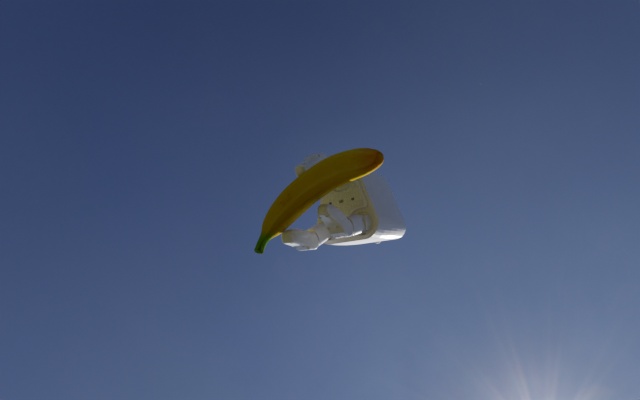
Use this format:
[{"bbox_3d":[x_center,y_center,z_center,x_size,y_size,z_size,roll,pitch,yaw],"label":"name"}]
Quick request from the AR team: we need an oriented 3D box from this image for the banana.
[{"bbox_3d":[-0.005,-0.010,0.561,0.037,0.069,0.198,30,-57,-36],"label":"banana"}]
